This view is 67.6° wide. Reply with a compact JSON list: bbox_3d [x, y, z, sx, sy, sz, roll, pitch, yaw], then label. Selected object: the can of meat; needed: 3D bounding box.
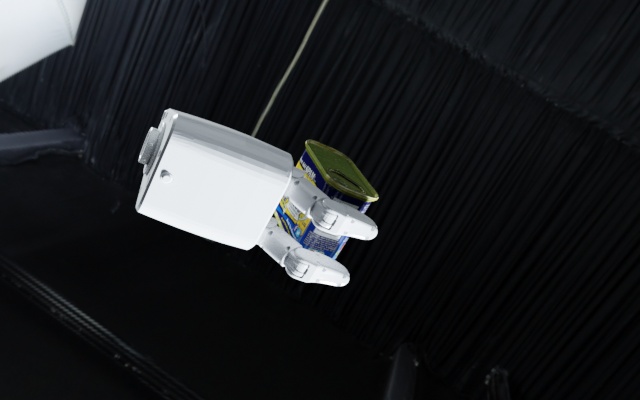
[{"bbox_3d":[0.000,0.002,0.470,0.057,0.084,0.102,19,22,-29],"label":"can of meat"}]
